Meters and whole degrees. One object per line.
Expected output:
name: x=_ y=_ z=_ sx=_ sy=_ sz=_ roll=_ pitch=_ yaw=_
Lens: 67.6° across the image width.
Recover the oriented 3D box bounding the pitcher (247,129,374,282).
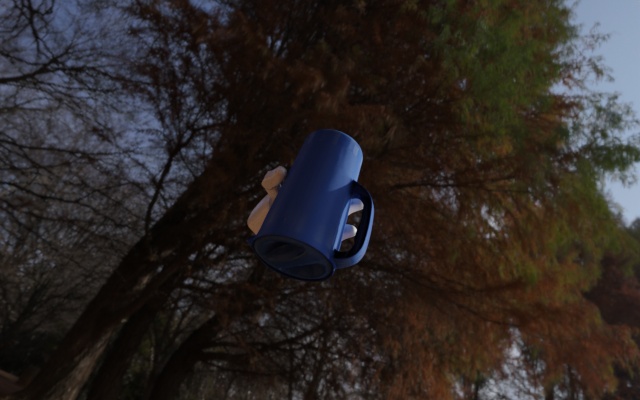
pitcher: x=0.000 y=0.003 z=0.784 sx=0.149 sy=0.242 sz=0.145 roll=32 pitch=-34 yaw=-16
